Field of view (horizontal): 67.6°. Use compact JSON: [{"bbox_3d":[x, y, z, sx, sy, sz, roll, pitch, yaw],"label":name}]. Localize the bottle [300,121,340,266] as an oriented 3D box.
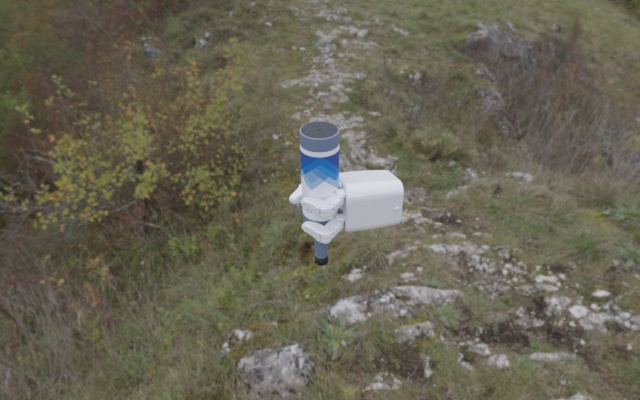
[{"bbox_3d":[0.000,0.003,0.875,0.069,0.296,0.069,-1,36,0],"label":"bottle"}]
